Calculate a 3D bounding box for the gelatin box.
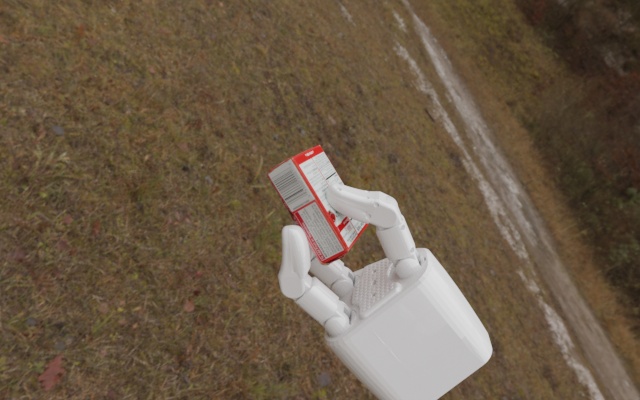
[{"bbox_3d":[0.000,0.001,0.407,0.030,0.089,0.073,-29,5,23],"label":"gelatin box"}]
